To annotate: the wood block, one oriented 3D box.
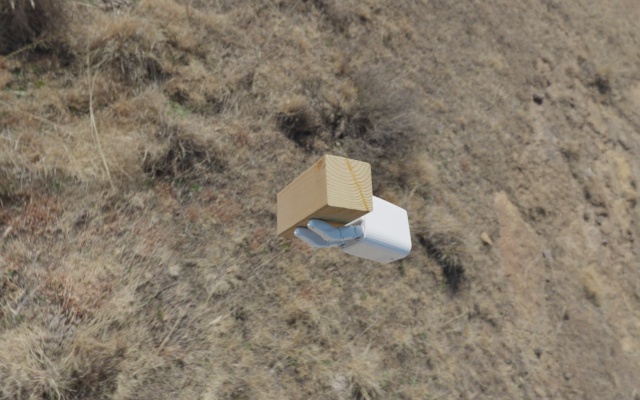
[{"bbox_3d":[0.001,0.003,0.870,0.090,0.090,0.206,9,-22,-27],"label":"wood block"}]
